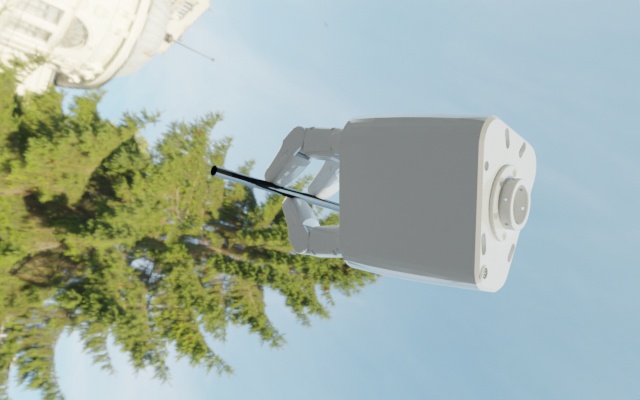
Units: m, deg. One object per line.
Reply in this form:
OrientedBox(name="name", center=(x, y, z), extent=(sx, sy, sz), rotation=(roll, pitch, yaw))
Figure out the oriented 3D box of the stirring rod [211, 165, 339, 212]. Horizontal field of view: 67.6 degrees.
OrientedBox(name="stirring rod", center=(0.000, 0.001, 0.441), extent=(0.011, 0.011, 0.239), rotation=(0, -11, 42))
